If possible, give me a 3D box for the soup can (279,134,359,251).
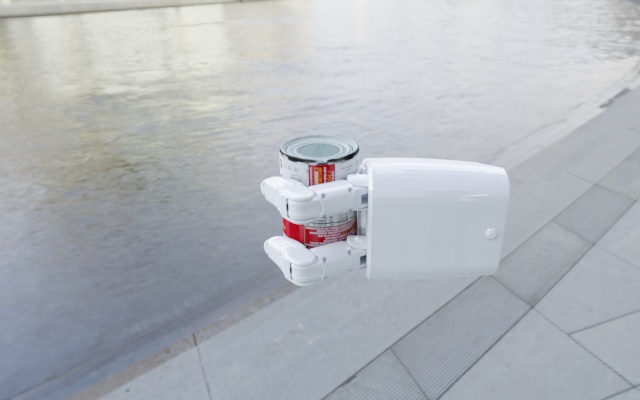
[{"bbox_3d":[0.000,0.001,0.412,0.068,0.102,0.068,-1,25,0],"label":"soup can"}]
